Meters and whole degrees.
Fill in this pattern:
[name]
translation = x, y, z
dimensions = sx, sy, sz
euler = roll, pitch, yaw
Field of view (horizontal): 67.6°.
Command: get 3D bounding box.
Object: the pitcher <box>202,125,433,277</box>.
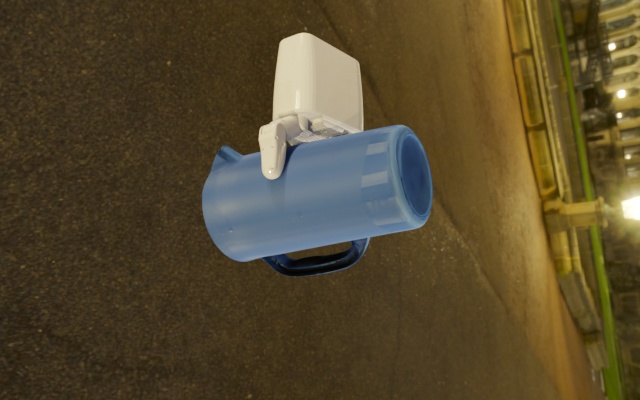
[pitcher]
translation = 0.000, 0.002, 0.548
dimensions = 0.243, 0.145, 0.149
euler = -10, -21, 31
